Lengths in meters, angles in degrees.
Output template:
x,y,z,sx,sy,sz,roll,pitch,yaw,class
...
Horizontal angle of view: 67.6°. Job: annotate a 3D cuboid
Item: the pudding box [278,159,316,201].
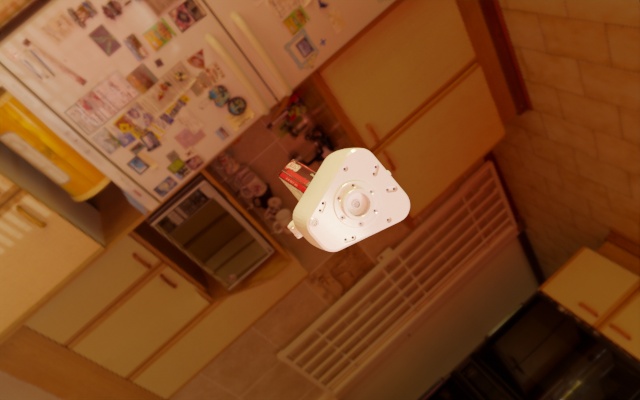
x,y,z,sx,sy,sz,roll,pitch,yaw,class
0.000,0.002,0.661,0.113,0.039,0.090,54,-10,-35,pudding box
